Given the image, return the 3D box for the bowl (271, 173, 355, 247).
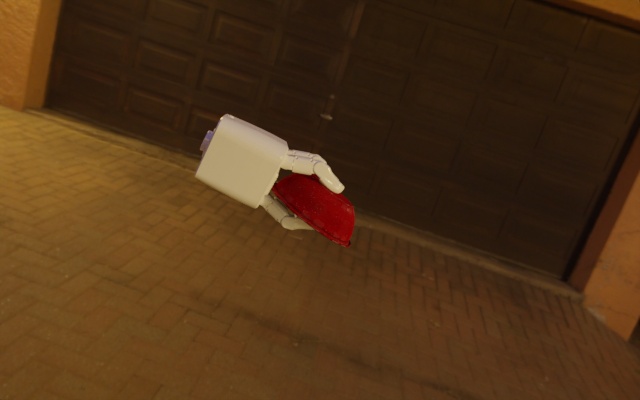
[{"bbox_3d":[0.001,0.003,0.758,0.162,0.055,0.162,38,7,-6],"label":"bowl"}]
